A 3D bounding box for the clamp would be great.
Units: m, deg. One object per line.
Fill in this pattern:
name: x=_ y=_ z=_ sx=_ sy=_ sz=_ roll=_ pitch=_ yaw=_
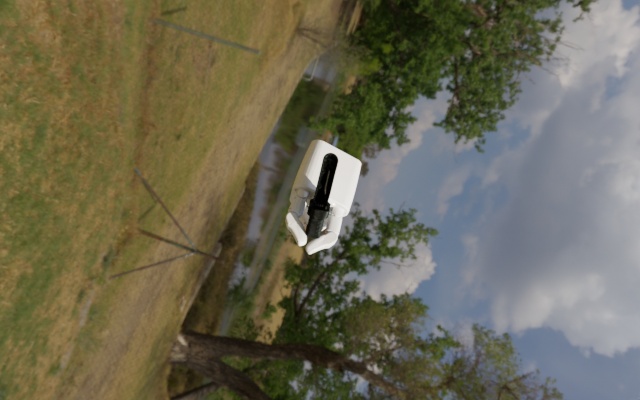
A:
clamp: x=0.001 y=0.003 z=0.792 sx=0.039 sy=0.120 sz=0.171 roll=19 pitch=-24 yaw=-1
